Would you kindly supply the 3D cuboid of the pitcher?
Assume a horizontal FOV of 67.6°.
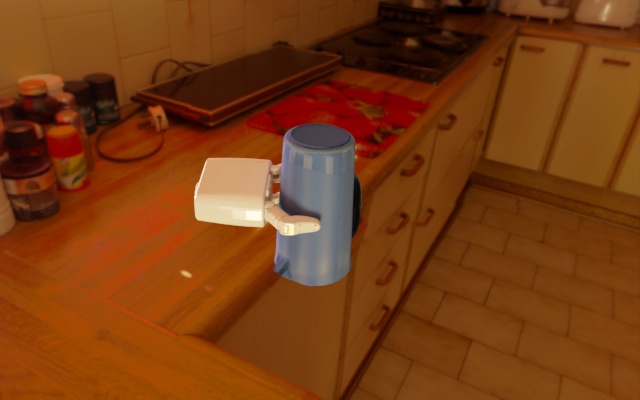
[{"bbox_3d":[0.000,0.003,0.774,0.145,0.243,0.149,4,31,0],"label":"pitcher"}]
